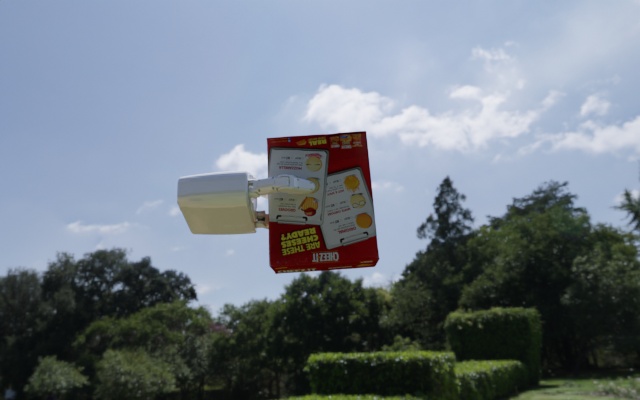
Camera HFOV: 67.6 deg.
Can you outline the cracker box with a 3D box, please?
[{"bbox_3d":[0.000,0.002,0.761,0.164,0.213,0.072,-4,-19,1],"label":"cracker box"}]
